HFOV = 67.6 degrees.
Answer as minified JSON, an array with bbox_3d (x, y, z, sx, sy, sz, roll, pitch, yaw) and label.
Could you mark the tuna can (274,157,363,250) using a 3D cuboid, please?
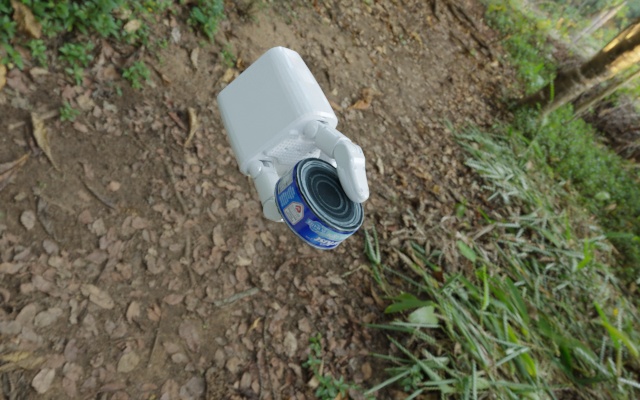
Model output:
[{"bbox_3d":[0.000,0.001,0.453,0.034,0.086,0.086,-39,-24,33],"label":"tuna can"}]
